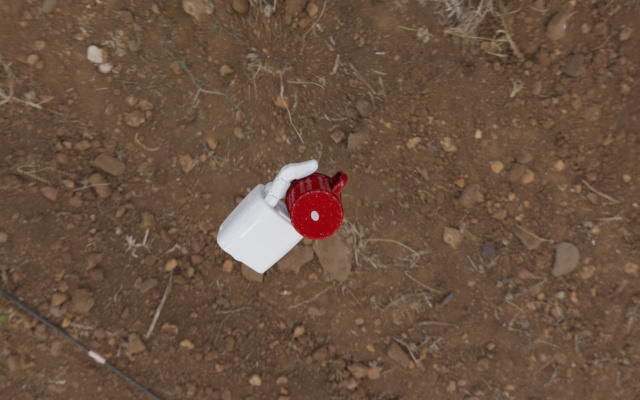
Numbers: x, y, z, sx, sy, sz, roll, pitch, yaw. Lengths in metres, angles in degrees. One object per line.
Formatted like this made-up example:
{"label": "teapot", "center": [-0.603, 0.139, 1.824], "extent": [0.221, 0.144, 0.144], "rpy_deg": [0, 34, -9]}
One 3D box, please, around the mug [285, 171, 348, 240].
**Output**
{"label": "mug", "center": [0.001, 0.002, 0.741], "extent": [0.093, 0.117, 0.081], "rpy_deg": [43, 10, -16]}
